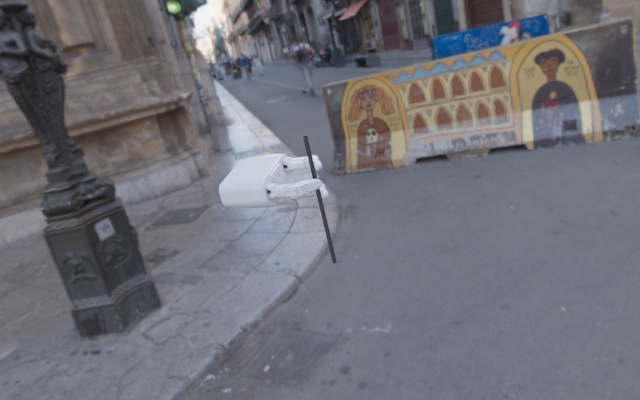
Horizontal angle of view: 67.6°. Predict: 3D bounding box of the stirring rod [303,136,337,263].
[{"bbox_3d":[0.000,0.003,0.849,0.011,0.239,0.011,-12,17,4],"label":"stirring rod"}]
